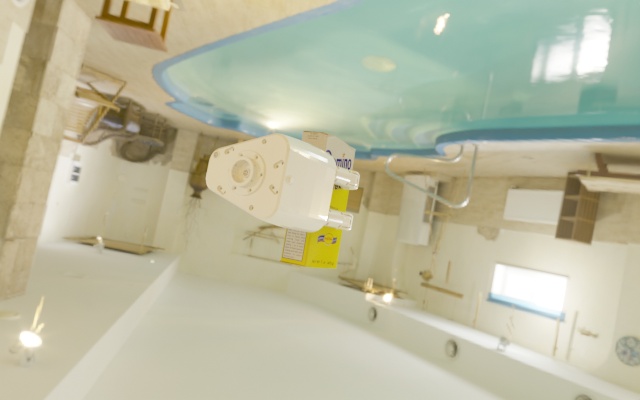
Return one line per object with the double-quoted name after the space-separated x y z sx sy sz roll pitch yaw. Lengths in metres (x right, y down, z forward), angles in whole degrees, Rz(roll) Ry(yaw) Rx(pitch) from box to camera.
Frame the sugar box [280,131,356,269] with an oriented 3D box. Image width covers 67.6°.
0.000 0.002 0.653 0.048 0.176 0.093 10 -3 29 "sugar box"
